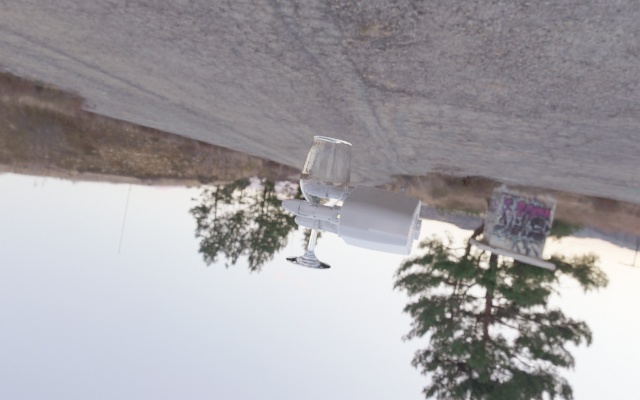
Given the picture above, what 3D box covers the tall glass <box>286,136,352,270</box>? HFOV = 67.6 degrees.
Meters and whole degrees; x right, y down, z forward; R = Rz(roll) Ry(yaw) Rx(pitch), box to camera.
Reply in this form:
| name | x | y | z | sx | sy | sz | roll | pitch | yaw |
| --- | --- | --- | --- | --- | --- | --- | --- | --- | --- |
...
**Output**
| name | x | y | z | sx | sy | sz | roll | pitch | yaw |
| --- | --- | --- | --- | --- | --- | --- | --- | --- | --- |
| tall glass | 0.000 | 0.003 | 0.755 | 0.079 | 0.201 | 0.079 | 11 | 3 | -1 |
